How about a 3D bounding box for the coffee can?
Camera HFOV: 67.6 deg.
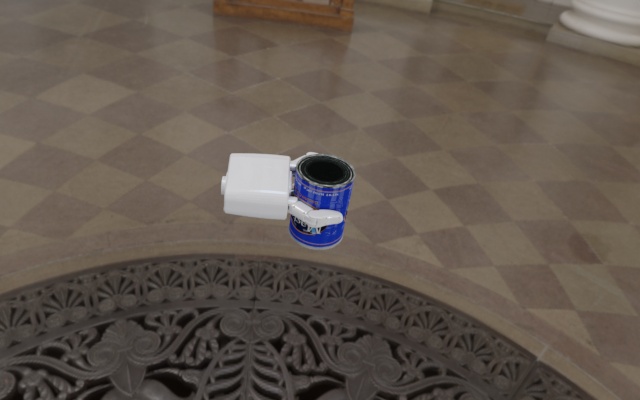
[{"bbox_3d":[0.000,0.003,0.851,0.103,0.140,0.102,6,36,-4],"label":"coffee can"}]
